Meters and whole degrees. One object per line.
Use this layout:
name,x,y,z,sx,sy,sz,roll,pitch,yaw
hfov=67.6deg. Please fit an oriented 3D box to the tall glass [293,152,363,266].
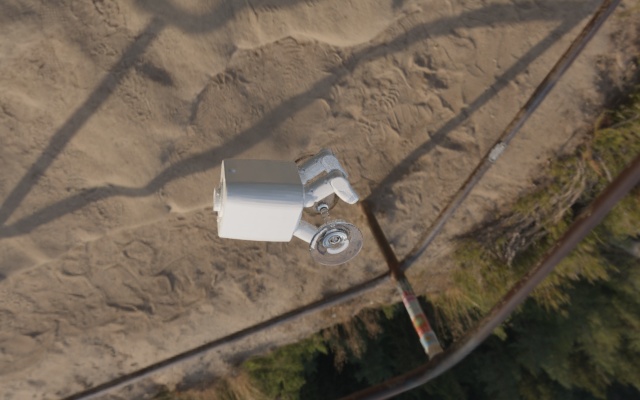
tall glass,0.000,0.003,0.714,0.079,0.079,0.201,0,35,-15
